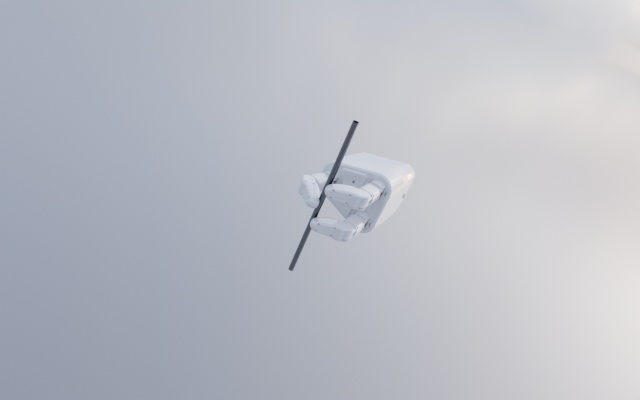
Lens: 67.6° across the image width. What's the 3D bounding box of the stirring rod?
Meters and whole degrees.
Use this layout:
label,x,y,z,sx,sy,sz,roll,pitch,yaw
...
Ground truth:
label,x,y,z,sx,sy,sz,roll,pitch,yaw
stirring rod,0.000,0.002,0.633,0.011,0.240,0.011,18,29,-10
